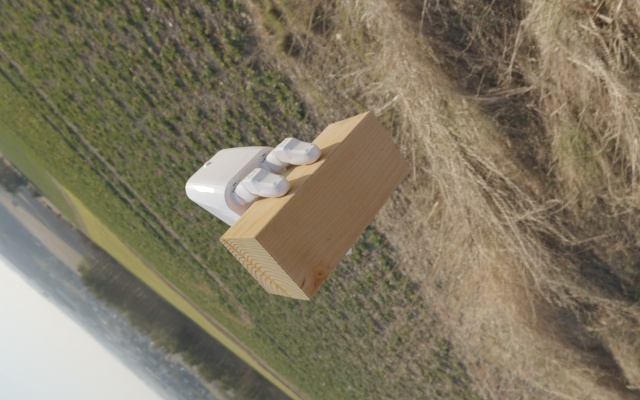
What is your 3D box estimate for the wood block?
[{"bbox_3d":[0.000,0.002,0.542,0.206,0.091,0.090,-49,23,-28],"label":"wood block"}]
